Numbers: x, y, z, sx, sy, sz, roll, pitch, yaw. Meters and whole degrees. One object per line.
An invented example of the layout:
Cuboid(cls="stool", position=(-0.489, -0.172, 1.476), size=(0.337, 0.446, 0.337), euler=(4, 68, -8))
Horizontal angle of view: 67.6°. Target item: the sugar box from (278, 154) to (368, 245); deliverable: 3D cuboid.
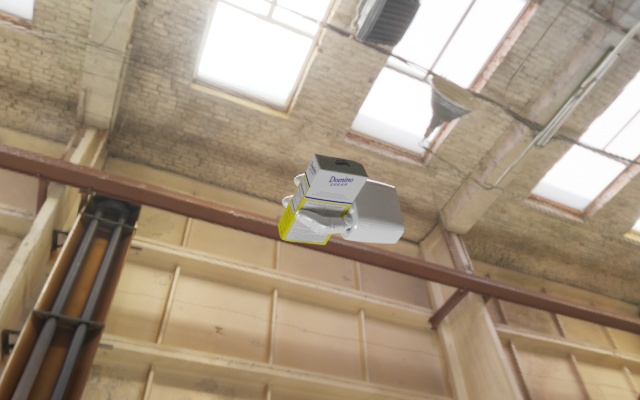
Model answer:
Cuboid(cls="sugar box", position=(0.000, 0.002, 0.826), size=(0.093, 0.176, 0.048), euler=(9, 40, -27))
